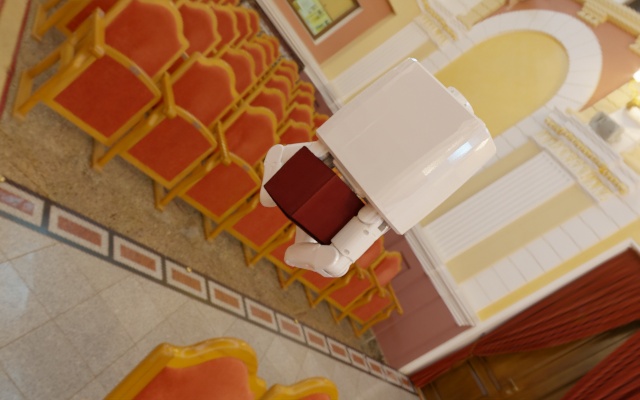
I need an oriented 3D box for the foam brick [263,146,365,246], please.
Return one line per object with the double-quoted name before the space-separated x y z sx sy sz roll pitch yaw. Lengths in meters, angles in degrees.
"foam brick" 0.000 0.001 0.408 0.078 0.051 0.053 43 3 -46
